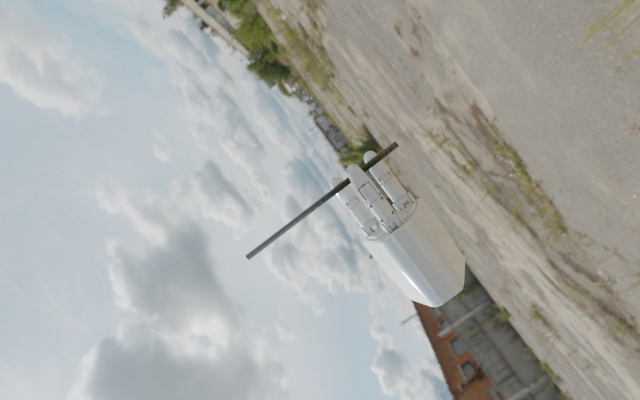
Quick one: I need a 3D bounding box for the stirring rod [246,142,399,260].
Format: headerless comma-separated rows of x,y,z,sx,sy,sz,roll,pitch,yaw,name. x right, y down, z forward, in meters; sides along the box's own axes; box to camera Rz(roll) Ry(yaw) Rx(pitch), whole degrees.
0.000,0.002,0.607,0.239,0.011,0.011,-37,-5,7,stirring rod
